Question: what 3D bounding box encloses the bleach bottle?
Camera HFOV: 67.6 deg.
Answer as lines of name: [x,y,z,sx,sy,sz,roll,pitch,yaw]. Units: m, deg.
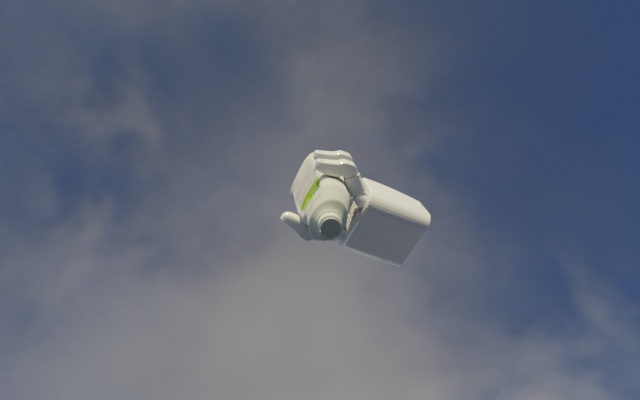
bleach bottle: [0.000,0.002,0.729,0.068,0.102,0.250,22,16,-12]
